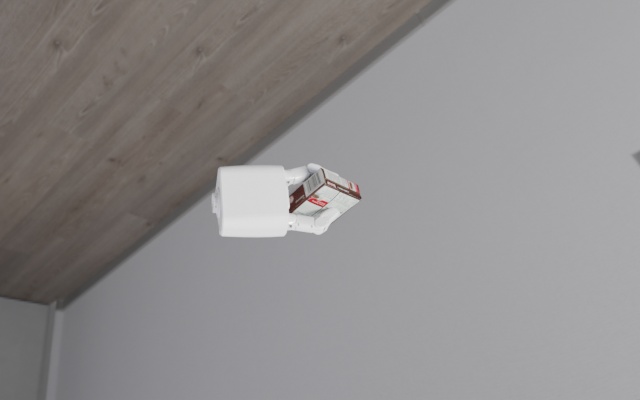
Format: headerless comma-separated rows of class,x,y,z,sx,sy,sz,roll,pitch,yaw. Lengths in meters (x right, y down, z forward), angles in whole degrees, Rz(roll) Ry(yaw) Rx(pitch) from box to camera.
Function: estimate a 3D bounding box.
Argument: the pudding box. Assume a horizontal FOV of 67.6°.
pudding box,0.000,0.003,0.824,0.090,0.039,0.113,22,-47,-38
